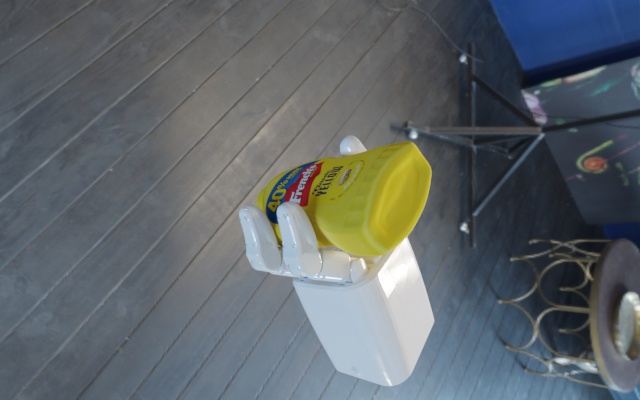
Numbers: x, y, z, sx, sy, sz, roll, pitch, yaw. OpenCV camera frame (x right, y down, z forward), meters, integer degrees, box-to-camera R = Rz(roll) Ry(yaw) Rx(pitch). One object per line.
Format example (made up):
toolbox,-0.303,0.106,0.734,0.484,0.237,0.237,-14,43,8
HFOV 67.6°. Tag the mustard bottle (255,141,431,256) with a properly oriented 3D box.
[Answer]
mustard bottle,0.000,0.001,0.429,0.191,0.096,0.058,-5,-44,50
